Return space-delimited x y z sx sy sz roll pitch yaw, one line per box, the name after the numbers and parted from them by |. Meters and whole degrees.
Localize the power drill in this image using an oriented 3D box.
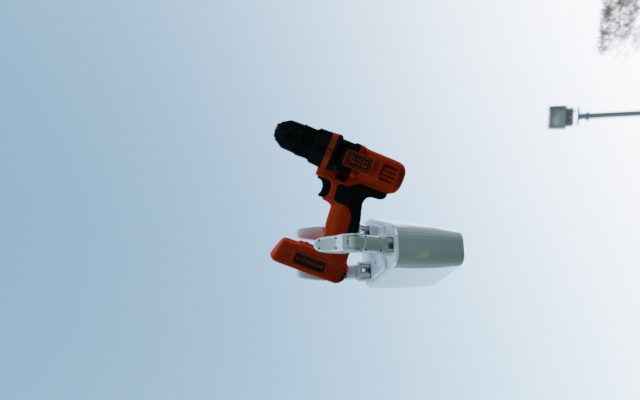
0.000 0.003 0.640 0.184 0.187 0.057 22 3 0 | power drill
